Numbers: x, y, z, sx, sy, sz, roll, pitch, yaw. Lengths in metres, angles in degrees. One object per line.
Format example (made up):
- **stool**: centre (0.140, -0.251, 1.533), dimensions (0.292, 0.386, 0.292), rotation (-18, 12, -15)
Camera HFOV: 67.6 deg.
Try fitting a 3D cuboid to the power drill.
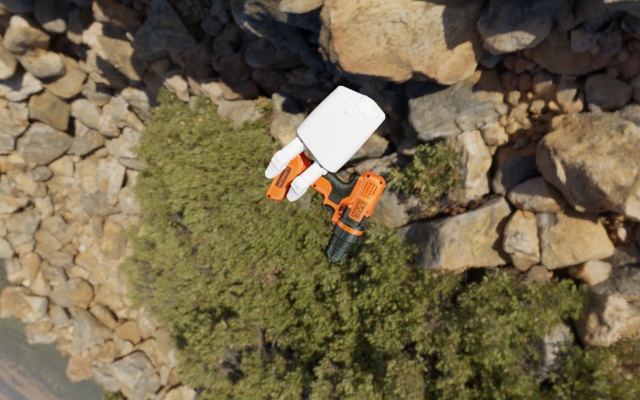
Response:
- **power drill**: centre (0.000, 0.002, 0.871), dimensions (0.187, 0.184, 0.057), rotation (27, 12, 0)
